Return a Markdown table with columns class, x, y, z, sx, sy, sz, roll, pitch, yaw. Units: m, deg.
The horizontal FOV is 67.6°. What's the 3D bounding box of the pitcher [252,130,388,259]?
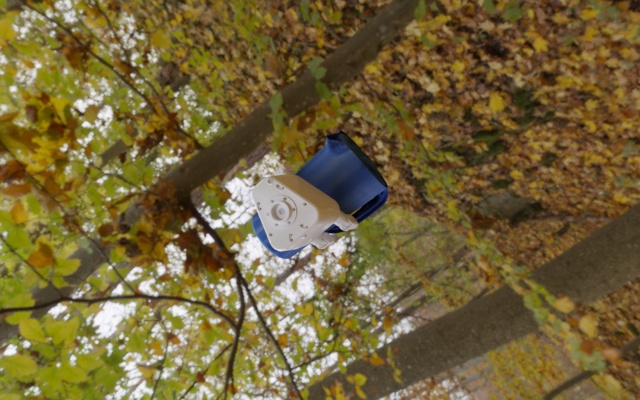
| class | x | y | z | sx | sy | sz | roll | pitch | yaw |
| --- | --- | --- | --- | --- | --- | --- | --- | --- | --- |
| pitcher | 0.000 | 0.003 | 0.881 | 0.243 | 0.149 | 0.145 | -40 | -8 | 14 |
